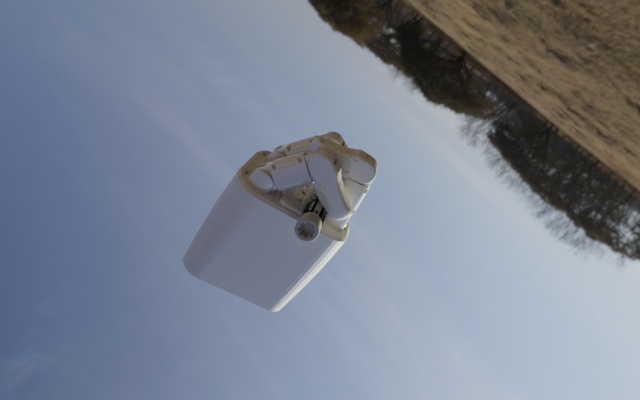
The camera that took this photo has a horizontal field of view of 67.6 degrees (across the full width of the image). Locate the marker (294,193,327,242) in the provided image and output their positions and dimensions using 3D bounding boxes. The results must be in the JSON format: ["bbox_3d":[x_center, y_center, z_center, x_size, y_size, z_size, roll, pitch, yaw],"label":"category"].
[{"bbox_3d":[0.000,0.001,0.411,0.020,0.020,0.121,0,21,11],"label":"marker"}]
